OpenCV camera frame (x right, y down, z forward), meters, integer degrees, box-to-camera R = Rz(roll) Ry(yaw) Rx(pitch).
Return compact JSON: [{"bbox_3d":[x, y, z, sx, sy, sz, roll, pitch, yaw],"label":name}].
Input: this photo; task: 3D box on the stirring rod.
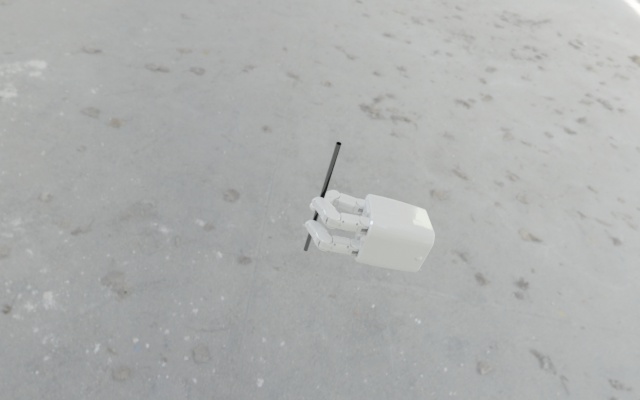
[{"bbox_3d":[0.000,0.003,0.773,0.011,0.240,0.011,9,43,-9],"label":"stirring rod"}]
